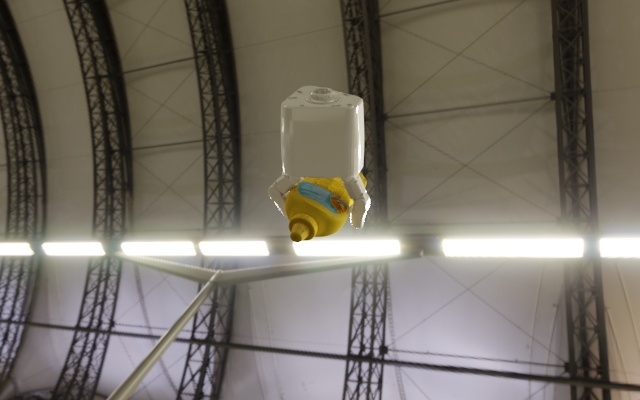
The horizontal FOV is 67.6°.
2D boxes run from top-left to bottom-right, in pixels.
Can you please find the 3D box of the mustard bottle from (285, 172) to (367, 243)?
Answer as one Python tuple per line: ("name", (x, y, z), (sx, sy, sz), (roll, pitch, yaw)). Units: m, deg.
("mustard bottle", (0.000, 0.003, 0.730), (0.096, 0.058, 0.191), (31, 38, 3))
